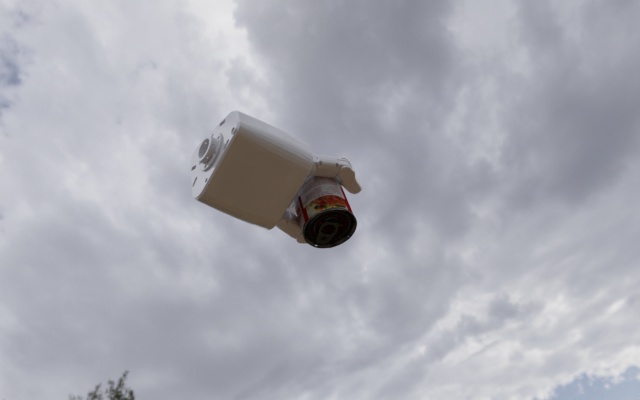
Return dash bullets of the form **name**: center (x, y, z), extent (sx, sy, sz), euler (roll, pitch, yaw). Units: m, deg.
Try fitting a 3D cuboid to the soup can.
- **soup can**: center (0.000, 0.002, 0.615), extent (0.068, 0.069, 0.102), euler (0, 42, -18)
